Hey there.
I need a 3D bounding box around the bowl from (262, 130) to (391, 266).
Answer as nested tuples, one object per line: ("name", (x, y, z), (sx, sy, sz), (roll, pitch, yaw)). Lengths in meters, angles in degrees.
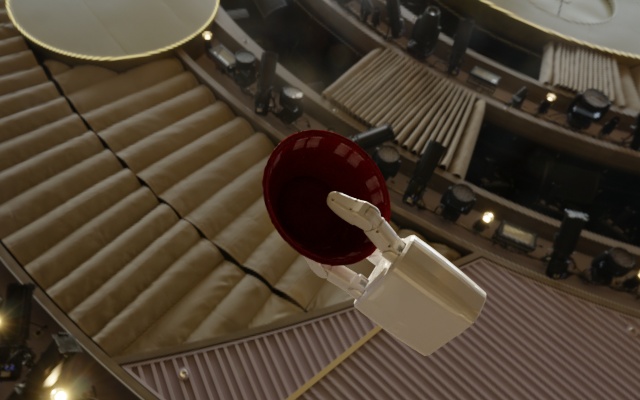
("bowl", (-0.001, 0.001, 0.556), (0.162, 0.162, 0.055), (0, -19, -28))
